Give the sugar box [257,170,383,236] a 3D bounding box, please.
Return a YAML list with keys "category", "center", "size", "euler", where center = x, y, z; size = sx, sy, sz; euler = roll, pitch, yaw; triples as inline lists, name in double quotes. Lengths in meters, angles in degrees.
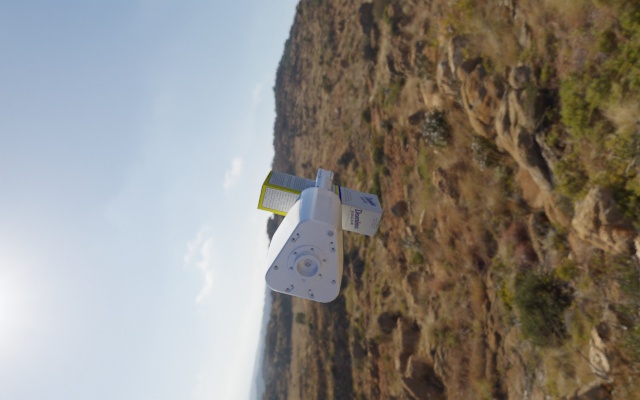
- category: "sugar box"
  center: [0.000, 0.003, 0.715]
  size: [0.176, 0.048, 0.093]
  euler: [16, 17, -3]
